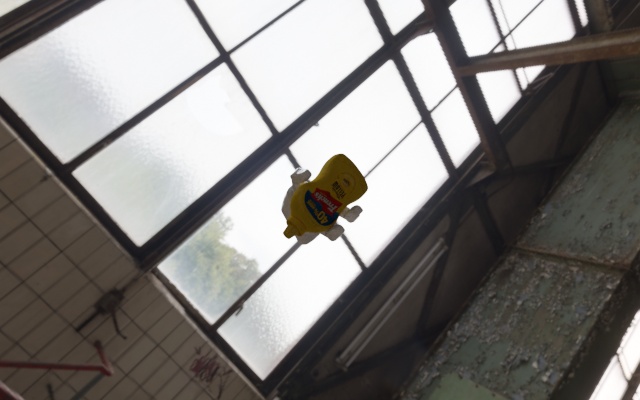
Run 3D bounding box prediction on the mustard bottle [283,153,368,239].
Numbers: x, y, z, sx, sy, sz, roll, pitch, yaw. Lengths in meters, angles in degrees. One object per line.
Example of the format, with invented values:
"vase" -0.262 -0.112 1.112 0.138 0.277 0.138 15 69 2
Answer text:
"mustard bottle" 0.000 0.003 0.898 0.191 0.096 0.058 -44 18 -23
